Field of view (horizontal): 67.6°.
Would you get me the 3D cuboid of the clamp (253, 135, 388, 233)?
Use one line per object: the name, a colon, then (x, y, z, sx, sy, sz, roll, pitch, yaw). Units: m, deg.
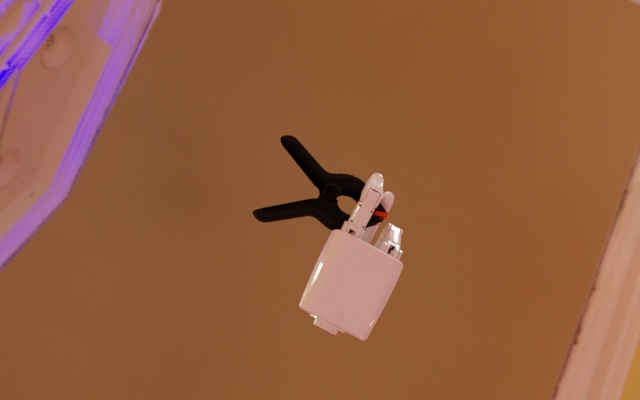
clamp: (0.000, 0.002, 0.618, 0.171, 0.120, 0.039, 28, -12, -3)
